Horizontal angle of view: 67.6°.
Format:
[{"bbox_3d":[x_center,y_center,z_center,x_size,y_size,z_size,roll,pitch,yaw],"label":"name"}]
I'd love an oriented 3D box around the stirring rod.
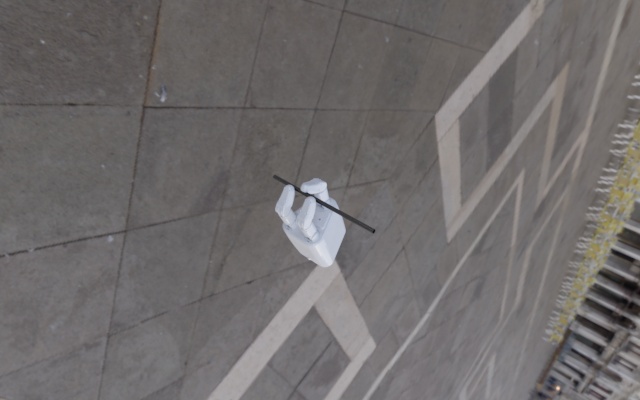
[{"bbox_3d":[0.000,0.003,0.865,0.239,0.011,0.011,29,16,32],"label":"stirring rod"}]
